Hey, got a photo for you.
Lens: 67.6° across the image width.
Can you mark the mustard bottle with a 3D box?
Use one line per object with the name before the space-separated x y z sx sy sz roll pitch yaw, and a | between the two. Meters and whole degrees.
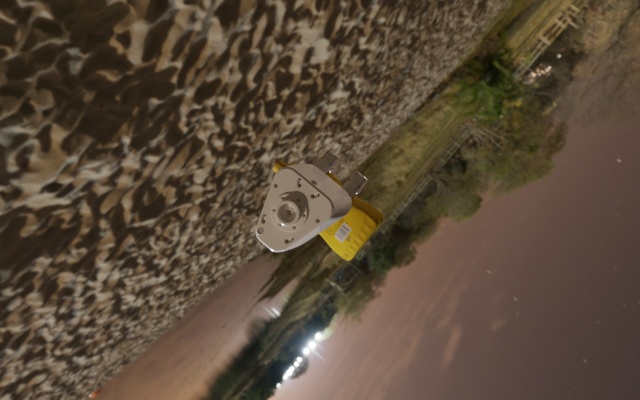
mustard bottle | 0.000 0.003 0.760 0.191 0.096 0.058 40 36 9
